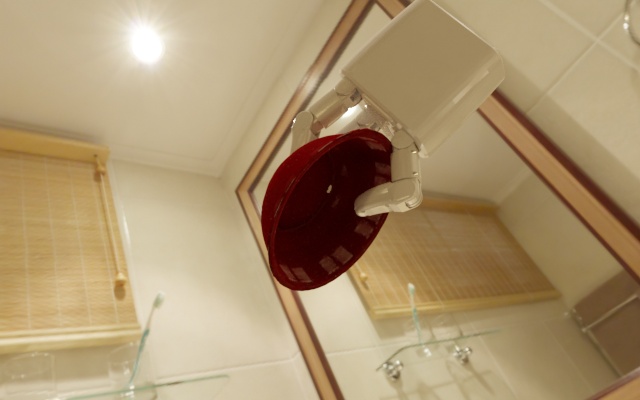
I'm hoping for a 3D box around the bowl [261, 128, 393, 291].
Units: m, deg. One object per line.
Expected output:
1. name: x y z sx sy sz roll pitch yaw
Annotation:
1. bowl: -0.001 0.002 0.441 0.055 0.162 0.162 33 20 35
